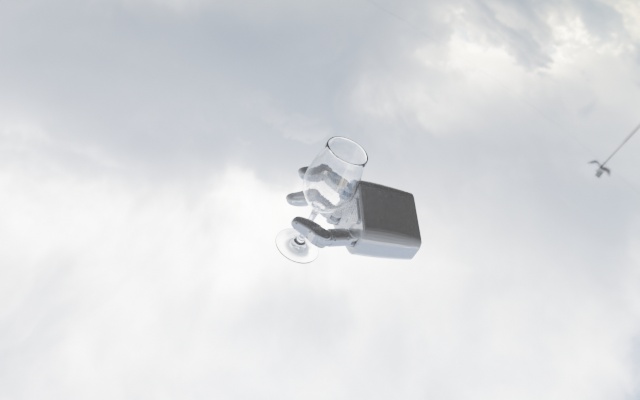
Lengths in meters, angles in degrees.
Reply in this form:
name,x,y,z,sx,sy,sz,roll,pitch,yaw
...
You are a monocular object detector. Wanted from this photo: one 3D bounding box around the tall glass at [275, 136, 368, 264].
name,x,y,z,sx,sy,sz,roll,pitch,yaw
tall glass,0.000,0.003,0.708,0.079,0.201,0.079,17,38,-14
